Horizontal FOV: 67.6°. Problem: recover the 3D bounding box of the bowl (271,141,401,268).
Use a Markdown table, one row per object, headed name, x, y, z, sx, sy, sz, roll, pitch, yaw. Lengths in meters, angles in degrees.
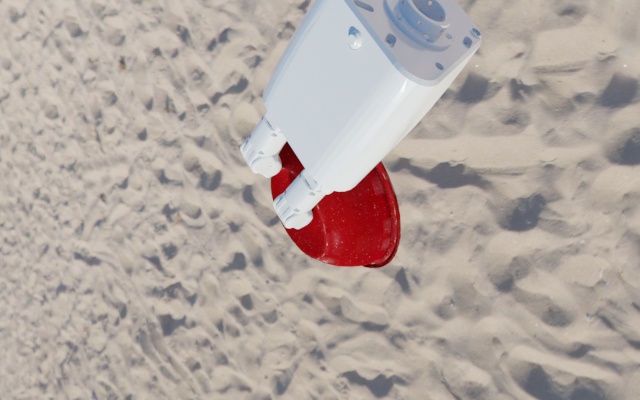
| name | x | y | z | sx | sy | sz | roll | pitch | yaw |
| --- | --- | --- | --- | --- | --- | --- | --- | --- | --- |
| bowl | 0.000 | 0.002 | 0.447 | 0.055 | 0.162 | 0.162 | -26 | 12 | -26 |
